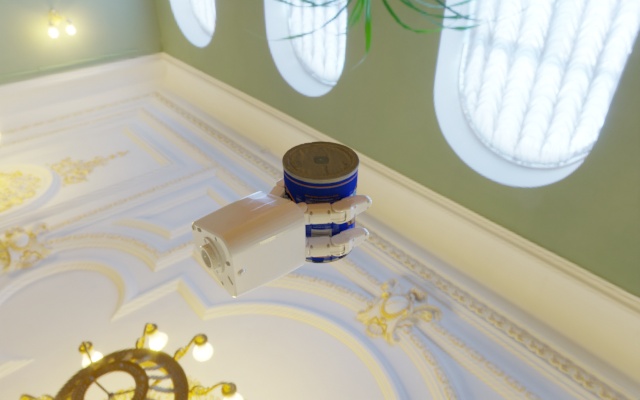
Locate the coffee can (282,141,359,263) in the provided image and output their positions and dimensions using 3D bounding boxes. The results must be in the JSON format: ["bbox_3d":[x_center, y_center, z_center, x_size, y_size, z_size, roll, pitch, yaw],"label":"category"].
[{"bbox_3d":[0.000,0.002,0.672,0.103,0.140,0.102,0,34,0],"label":"coffee can"}]
